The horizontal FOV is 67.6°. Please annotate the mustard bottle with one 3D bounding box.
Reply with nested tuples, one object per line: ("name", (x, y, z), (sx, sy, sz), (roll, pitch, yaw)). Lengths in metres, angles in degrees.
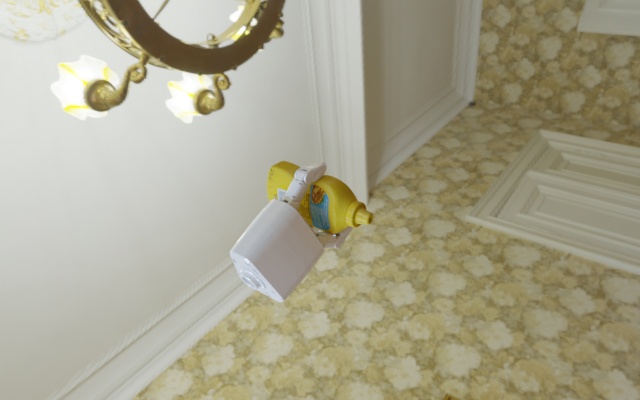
("mustard bottle", (0.000, 0.002, 0.771), (0.191, 0.096, 0.058), (19, 35, 34))
